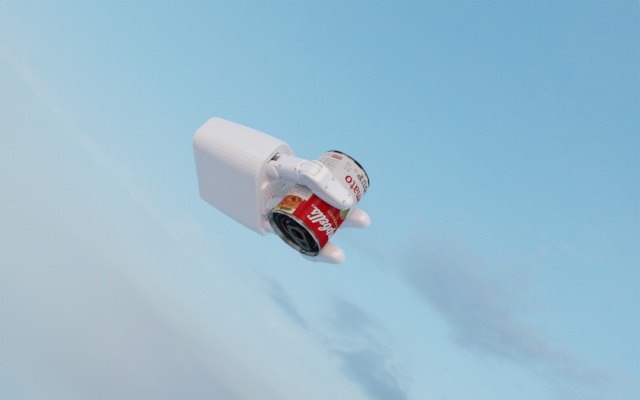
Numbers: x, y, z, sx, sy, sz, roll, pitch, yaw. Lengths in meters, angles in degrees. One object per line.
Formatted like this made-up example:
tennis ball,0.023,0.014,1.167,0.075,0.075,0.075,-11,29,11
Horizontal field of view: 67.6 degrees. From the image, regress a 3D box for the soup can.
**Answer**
soup can,0.001,0.002,0.525,0.068,0.068,0.102,0,43,51
